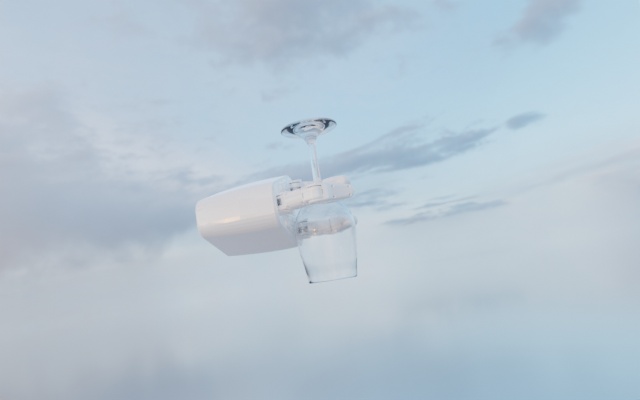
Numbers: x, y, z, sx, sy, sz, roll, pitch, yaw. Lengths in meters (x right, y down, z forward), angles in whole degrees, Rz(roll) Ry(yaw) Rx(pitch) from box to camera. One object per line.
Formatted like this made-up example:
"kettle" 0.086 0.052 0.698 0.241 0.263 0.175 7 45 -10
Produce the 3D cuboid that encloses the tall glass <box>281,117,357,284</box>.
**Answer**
"tall glass" 0.000 0.001 0.610 0.079 0.201 0.079 -9 -9 -2
